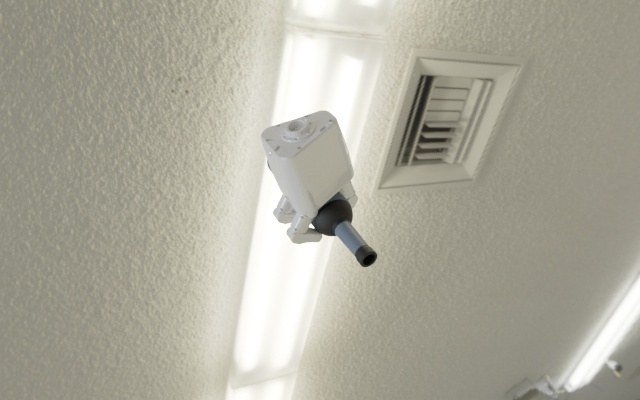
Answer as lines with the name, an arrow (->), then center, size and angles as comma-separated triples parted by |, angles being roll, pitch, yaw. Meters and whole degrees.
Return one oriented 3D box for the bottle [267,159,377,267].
bottle -> 0.000, 0.002, 0.755 | 0.069, 0.069, 0.295 | 0, 32, -32
